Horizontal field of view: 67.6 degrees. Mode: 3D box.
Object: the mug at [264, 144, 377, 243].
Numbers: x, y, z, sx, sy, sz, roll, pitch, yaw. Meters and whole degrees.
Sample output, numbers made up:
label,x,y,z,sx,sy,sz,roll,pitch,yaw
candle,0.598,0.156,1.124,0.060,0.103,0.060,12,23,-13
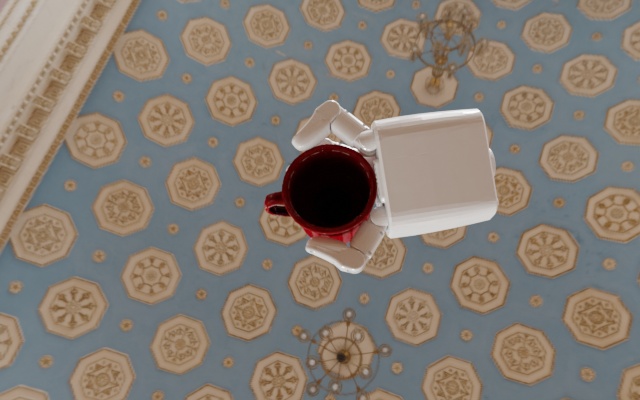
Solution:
label,x,y,z,sx,sy,sz,roll,pitch,yaw
mug,-0.001,0.002,0.501,0.117,0.093,0.081,-9,-19,2
